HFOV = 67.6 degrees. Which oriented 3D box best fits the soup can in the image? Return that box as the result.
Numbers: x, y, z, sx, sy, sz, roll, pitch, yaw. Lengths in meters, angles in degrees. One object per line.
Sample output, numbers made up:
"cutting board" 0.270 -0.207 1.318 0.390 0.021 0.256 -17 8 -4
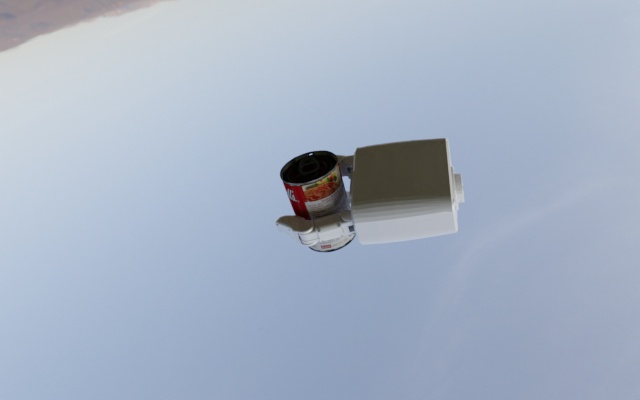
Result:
"soup can" 0.000 0.002 0.561 0.068 0.102 0.068 -13 33 9
